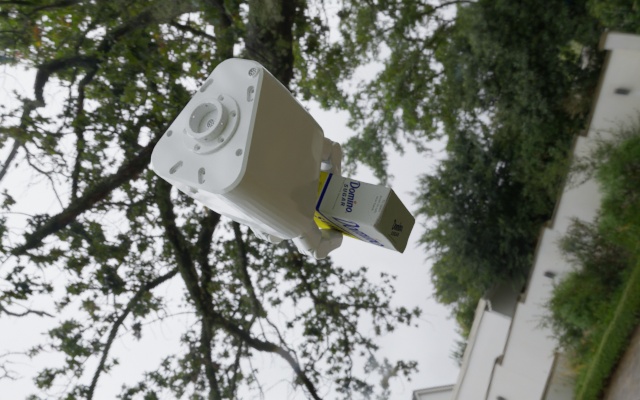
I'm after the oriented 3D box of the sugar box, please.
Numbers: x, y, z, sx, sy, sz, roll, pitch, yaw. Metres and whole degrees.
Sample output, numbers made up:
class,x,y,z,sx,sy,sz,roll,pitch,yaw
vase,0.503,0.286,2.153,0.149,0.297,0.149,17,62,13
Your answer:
class,x,y,z,sx,sy,sz,roll,pitch,yaw
sugar box,0.000,0.002,0.490,0.176,0.048,0.093,18,-12,30
